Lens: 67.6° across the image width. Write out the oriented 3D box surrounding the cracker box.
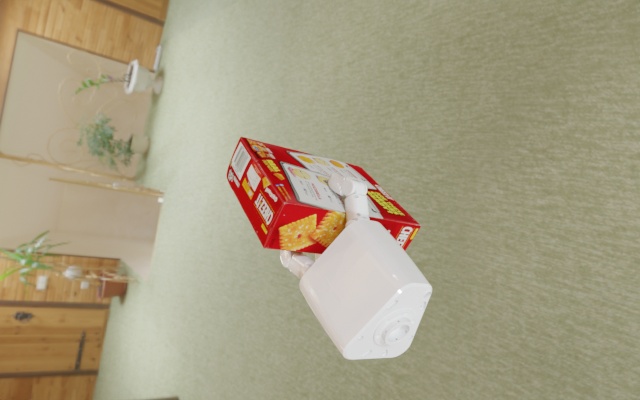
[{"bbox_3d":[0.000,0.002,0.634,0.214,0.072,0.164,11,26,-35],"label":"cracker box"}]
